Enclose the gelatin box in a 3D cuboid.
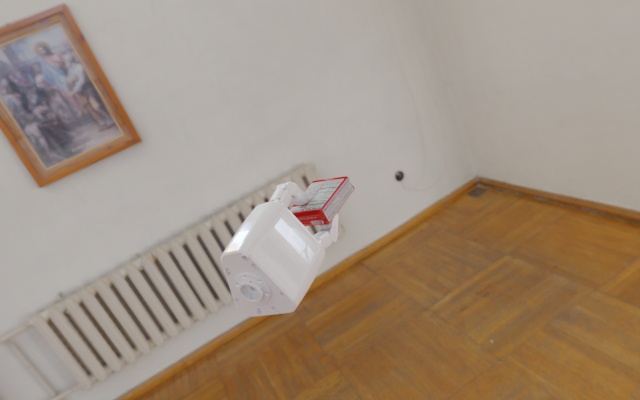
[{"bbox_3d":[0.000,0.002,0.734,0.073,0.030,0.089,-7,34,41],"label":"gelatin box"}]
